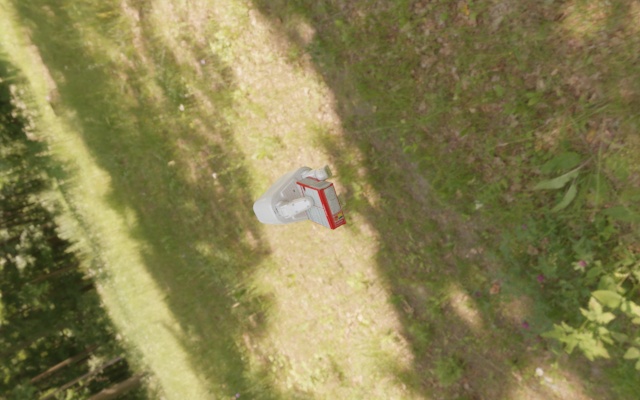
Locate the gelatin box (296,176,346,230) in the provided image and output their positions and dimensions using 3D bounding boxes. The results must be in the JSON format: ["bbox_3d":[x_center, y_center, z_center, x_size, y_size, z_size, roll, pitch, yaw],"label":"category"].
[{"bbox_3d":[0.000,0.003,0.783,0.030,0.073,0.089,-27,21,-21],"label":"gelatin box"}]
